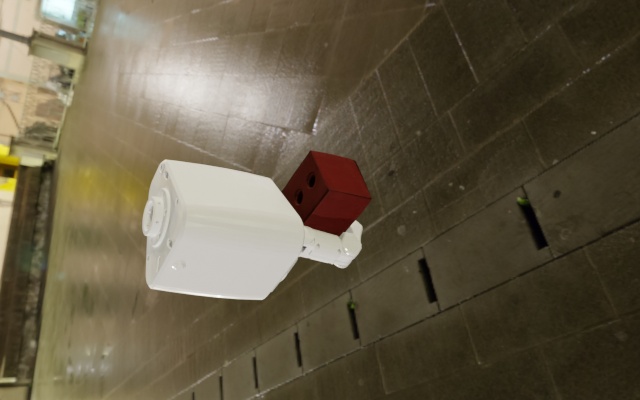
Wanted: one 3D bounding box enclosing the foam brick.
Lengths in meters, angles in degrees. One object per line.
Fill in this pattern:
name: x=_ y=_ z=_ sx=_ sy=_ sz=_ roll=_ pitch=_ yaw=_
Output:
foam brick: x=0.000 y=0.001 z=0.444 sx=0.051 sy=0.053 sz=0.078 roll=12 pitch=-50 yaw=-34
